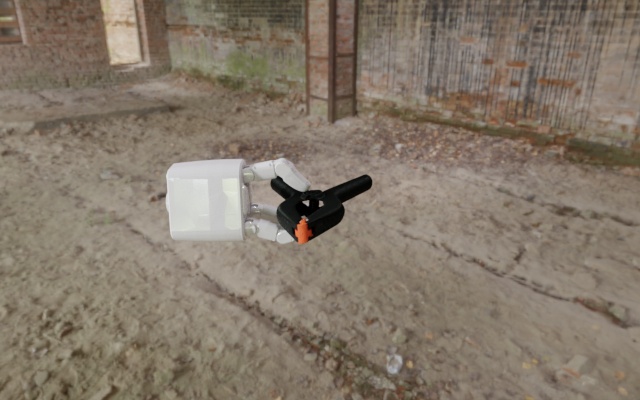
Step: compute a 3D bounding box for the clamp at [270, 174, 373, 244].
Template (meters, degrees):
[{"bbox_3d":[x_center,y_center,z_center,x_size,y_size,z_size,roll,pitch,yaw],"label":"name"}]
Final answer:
[{"bbox_3d":[0.000,0.002,0.691,0.164,0.036,0.210,-4,22,2],"label":"clamp"}]
